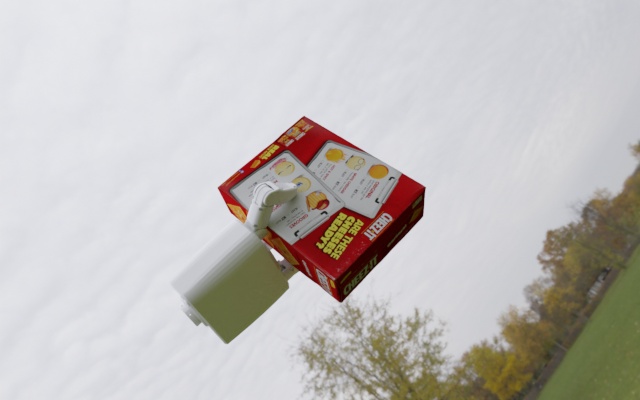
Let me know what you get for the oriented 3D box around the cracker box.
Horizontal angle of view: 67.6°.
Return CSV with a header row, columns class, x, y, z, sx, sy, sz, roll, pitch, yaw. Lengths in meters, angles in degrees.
class,x,y,z,sx,sy,sz,roll,pitch,yaw
cracker box,0.000,0.002,0.615,0.213,0.164,0.072,35,-23,30
